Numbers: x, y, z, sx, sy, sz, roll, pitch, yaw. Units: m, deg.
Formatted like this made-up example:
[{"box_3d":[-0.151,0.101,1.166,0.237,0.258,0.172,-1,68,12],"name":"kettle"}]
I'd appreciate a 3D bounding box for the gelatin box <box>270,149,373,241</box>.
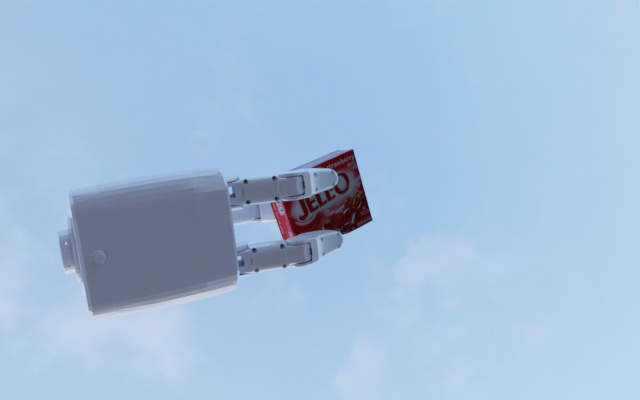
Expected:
[{"box_3d":[0.000,0.001,0.438,0.089,0.073,0.030,-26,17,-30],"name":"gelatin box"}]
